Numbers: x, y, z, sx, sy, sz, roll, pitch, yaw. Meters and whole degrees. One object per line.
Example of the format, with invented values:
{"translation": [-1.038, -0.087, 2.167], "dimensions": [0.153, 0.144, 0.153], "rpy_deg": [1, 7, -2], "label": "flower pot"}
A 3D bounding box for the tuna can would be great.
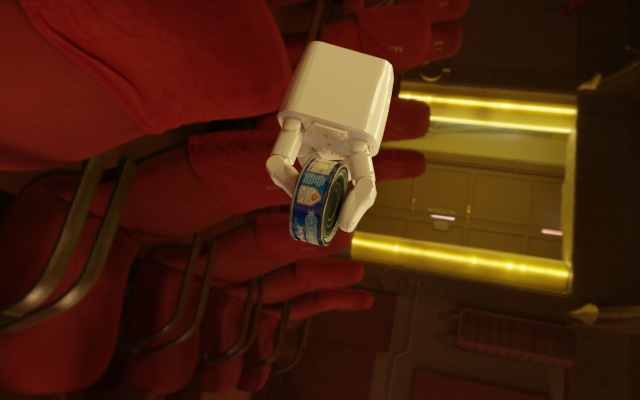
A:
{"translation": [0.001, 0.002, 0.475], "dimensions": [0.034, 0.086, 0.086], "rpy_deg": [13, 4, 15], "label": "tuna can"}
